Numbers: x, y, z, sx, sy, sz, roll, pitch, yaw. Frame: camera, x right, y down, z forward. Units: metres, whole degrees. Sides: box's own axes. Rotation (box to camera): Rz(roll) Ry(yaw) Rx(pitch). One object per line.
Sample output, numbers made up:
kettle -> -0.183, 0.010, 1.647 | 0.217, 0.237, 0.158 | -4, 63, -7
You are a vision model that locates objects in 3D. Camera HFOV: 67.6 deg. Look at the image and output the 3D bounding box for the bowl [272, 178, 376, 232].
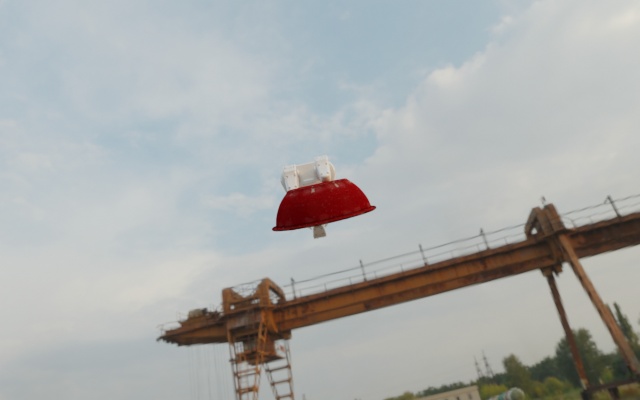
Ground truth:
bowl -> 0.000, 0.002, 0.722 | 0.162, 0.055, 0.162 | -12, 3, 1
